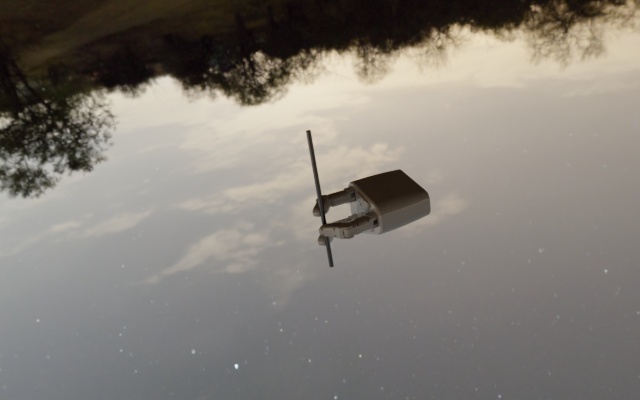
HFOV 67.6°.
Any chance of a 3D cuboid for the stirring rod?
[{"bbox_3d":[0.000,0.002,0.783,0.011,0.240,0.011,-9,21,3],"label":"stirring rod"}]
